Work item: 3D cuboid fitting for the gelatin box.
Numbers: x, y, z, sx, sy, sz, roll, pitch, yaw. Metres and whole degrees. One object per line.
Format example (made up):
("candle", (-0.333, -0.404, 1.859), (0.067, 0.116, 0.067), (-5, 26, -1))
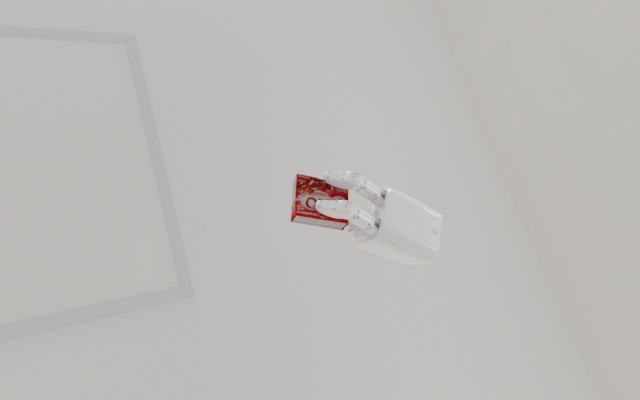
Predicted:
("gelatin box", (0.000, 0.003, 0.747), (0.089, 0.073, 0.030), (10, -28, -15))
